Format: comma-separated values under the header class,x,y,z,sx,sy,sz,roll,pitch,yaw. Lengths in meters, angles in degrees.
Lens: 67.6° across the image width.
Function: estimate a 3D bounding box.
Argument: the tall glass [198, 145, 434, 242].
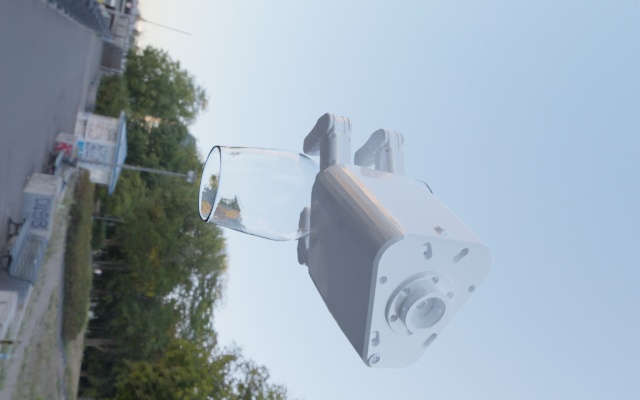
class,x,y,z,sx,sy,sz,roll,pitch,yaw
tall glass,0.001,0.001,0.420,0.201,0.079,0.079,10,-4,-26
